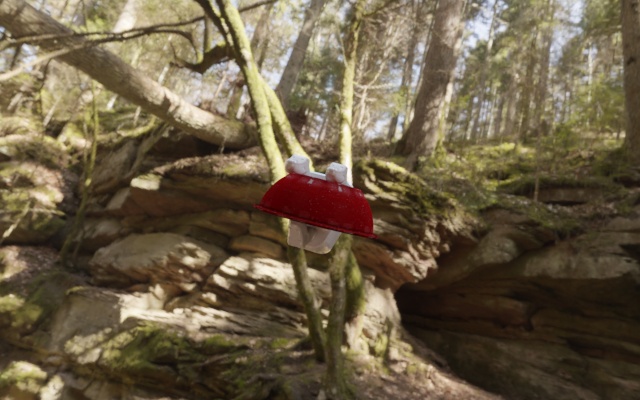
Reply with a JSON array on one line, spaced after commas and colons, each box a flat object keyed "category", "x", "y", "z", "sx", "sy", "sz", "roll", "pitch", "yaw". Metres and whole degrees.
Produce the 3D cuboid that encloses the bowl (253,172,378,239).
[{"category": "bowl", "x": 0.000, "y": 0.002, "z": 0.601, "sx": 0.162, "sy": 0.055, "sz": 0.162, "roll": 14, "pitch": 1, "yaw": 0}]
